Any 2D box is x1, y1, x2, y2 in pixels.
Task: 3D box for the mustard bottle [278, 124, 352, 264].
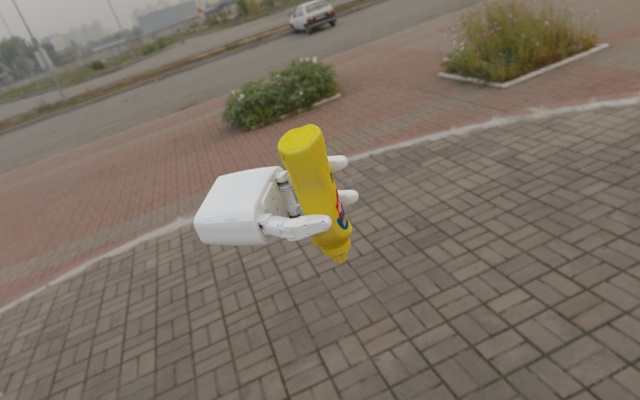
[{"bbox_3d":[0.000,0.002,0.633,0.058,0.192,0.096,-16,25,6],"label":"mustard bottle"}]
